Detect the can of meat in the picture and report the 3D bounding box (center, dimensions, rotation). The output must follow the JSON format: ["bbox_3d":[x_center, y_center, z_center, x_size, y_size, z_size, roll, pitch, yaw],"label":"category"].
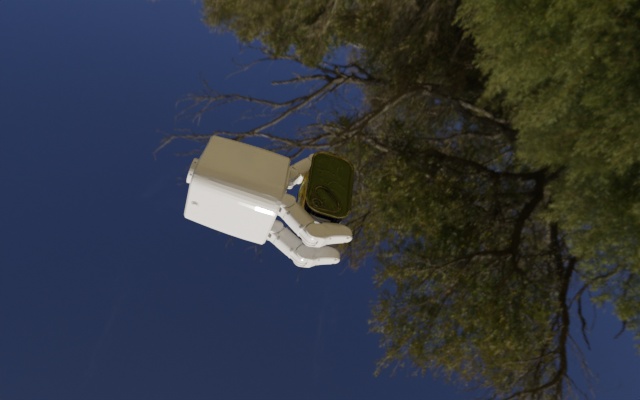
[{"bbox_3d":[0.000,0.002,0.617,0.057,0.102,0.084,17,-41,-11],"label":"can of meat"}]
